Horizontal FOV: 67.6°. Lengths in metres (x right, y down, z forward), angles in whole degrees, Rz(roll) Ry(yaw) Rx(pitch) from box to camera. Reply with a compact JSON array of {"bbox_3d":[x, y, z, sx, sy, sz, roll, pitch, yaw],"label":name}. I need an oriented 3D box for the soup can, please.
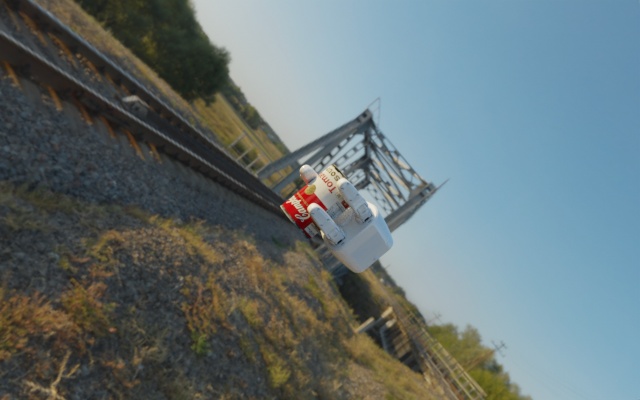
[{"bbox_3d":[0.000,0.002,0.721,0.102,0.068,0.068,-39,0,-1],"label":"soup can"}]
